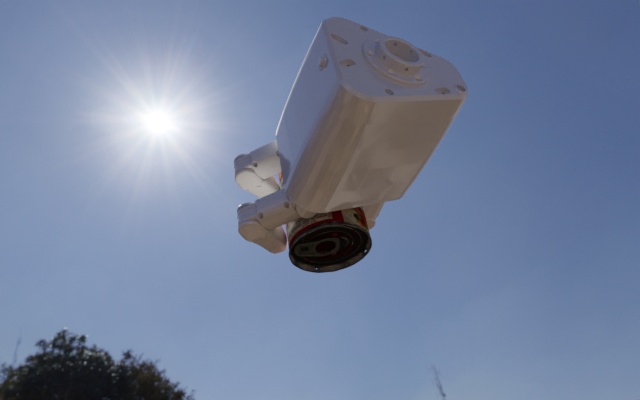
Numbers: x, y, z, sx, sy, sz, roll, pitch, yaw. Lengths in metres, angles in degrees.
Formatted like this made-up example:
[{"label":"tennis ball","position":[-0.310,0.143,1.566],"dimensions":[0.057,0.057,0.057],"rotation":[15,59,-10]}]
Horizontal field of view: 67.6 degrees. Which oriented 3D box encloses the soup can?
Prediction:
[{"label":"soup can","position":[0.000,0.001,0.414],"dimensions":[0.068,0.102,0.069],"rotation":[-7,-38,-6]}]
